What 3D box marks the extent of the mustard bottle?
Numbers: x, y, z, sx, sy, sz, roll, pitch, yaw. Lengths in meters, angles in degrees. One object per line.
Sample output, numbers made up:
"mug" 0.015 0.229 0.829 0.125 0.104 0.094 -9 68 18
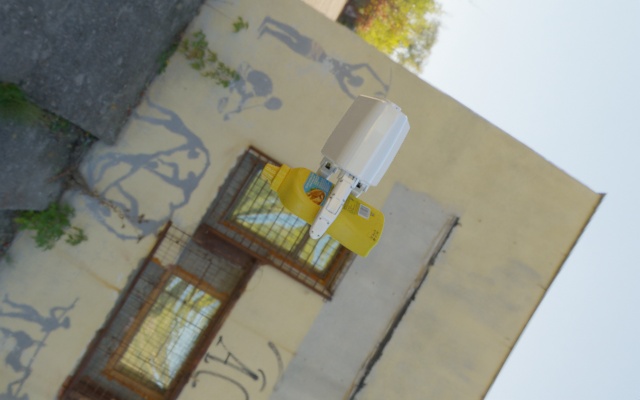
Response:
"mustard bottle" 0.000 0.003 0.701 0.191 0.058 0.096 32 31 -5
